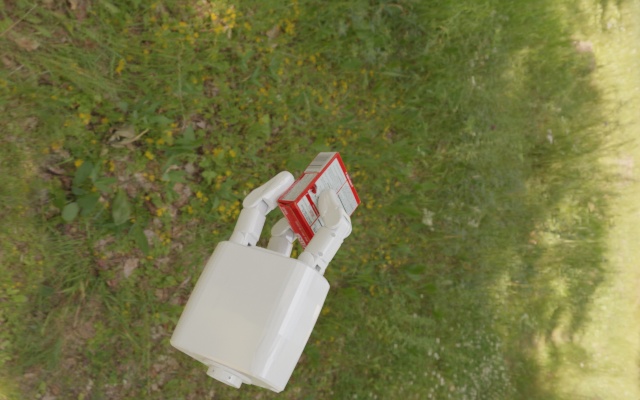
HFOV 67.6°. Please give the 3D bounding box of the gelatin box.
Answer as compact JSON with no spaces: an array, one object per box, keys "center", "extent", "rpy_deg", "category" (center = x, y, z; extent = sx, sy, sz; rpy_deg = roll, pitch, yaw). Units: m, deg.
[{"center":[0.001,0.001,0.519],"extent":[0.030,0.073,0.089],"rpy_deg":[5,44,41],"category":"gelatin box"}]
